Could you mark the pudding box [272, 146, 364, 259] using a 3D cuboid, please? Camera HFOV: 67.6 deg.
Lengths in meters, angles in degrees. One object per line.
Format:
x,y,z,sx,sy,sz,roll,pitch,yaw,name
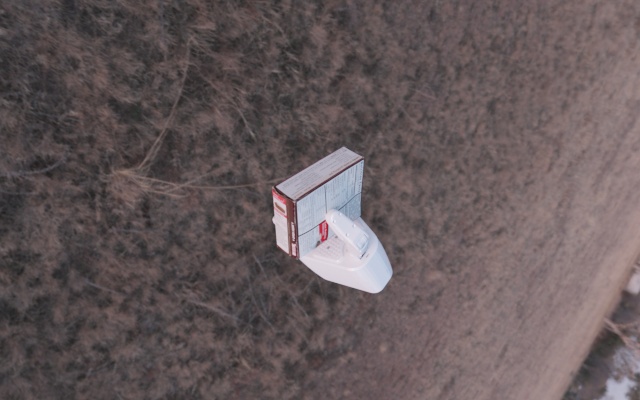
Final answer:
0.000,0.002,0.542,0.039,0.090,0.113,30,48,32,pudding box
